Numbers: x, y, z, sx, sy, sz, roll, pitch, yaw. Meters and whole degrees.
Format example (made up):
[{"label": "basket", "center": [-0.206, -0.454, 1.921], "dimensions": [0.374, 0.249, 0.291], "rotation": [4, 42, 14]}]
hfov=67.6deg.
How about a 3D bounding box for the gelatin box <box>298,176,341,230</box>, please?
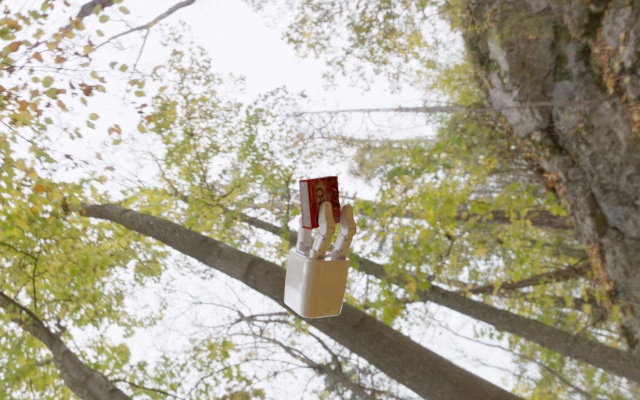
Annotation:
[{"label": "gelatin box", "center": [0.000, 0.002, 0.860], "dimensions": [0.073, 0.089, 0.030], "rotation": [-11, 9, -39]}]
